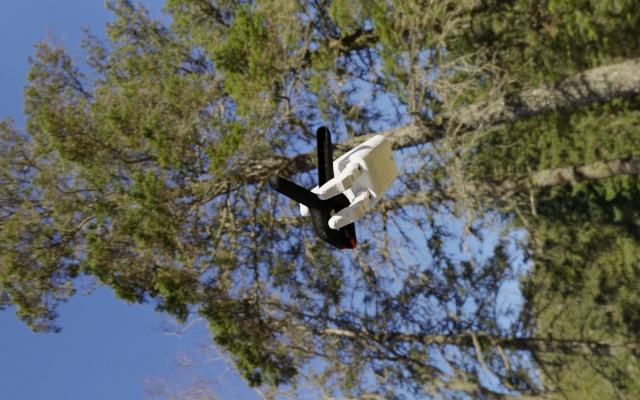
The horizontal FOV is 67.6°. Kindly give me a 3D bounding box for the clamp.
[{"bbox_3d":[0.000,0.003,0.784,0.036,0.210,0.164,-5,26,41],"label":"clamp"}]
